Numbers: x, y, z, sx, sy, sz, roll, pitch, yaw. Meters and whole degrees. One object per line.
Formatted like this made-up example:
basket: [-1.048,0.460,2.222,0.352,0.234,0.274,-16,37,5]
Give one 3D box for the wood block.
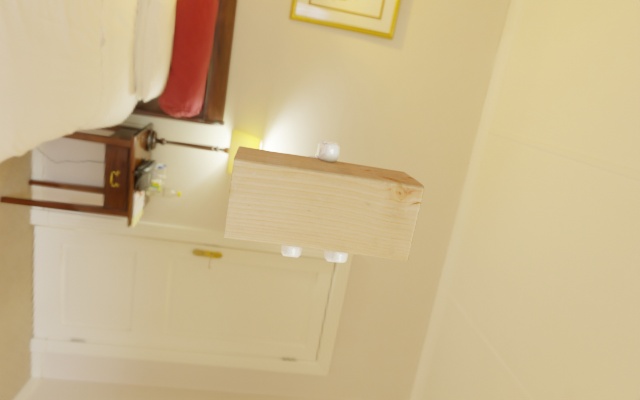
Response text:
wood block: [0.000,0.001,0.553,0.206,0.091,0.090,8,14,-8]
